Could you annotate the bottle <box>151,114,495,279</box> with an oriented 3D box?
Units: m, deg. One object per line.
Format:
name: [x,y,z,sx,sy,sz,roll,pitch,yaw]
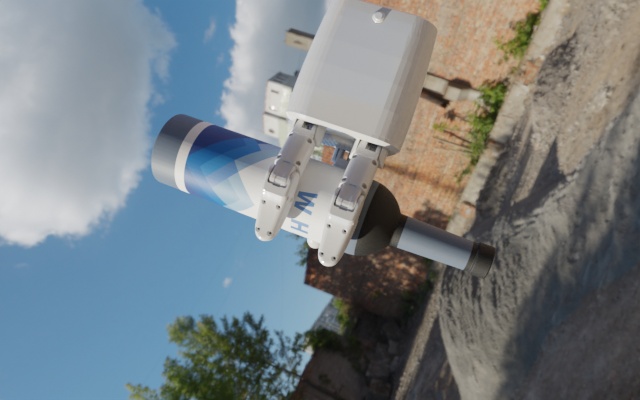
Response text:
bottle: [0.000,0.001,0.412,0.295,0.069,0.069,20,4,11]
